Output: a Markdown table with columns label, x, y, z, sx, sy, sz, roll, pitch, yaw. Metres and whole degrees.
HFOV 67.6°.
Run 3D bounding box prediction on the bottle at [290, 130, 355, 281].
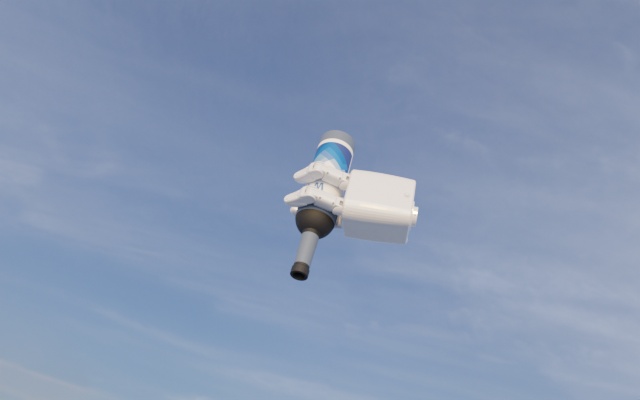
| label | x | y | z | sx | sy | sz | roll | pitch | yaw |
| --- | --- | --- | --- | --- | --- | --- | --- | --- | --- |
| bottle | 0.000 | 0.002 | 0.796 | 0.069 | 0.295 | 0.069 | 10 | -40 | 8 |
